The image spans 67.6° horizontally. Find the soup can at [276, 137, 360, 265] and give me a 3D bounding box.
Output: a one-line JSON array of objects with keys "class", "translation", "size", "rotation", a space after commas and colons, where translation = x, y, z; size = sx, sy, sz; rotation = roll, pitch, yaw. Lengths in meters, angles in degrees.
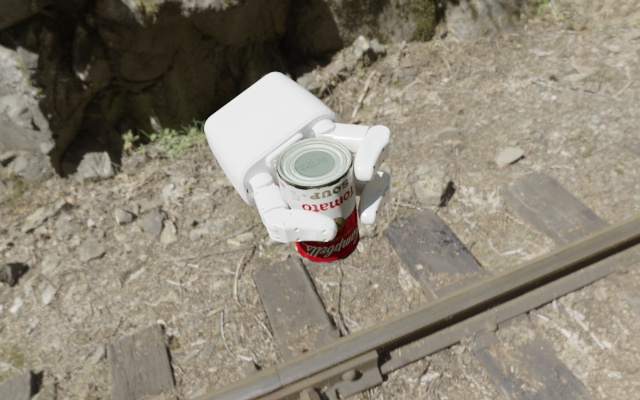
[{"class": "soup can", "translation": [0.000, 0.002, 0.441], "size": [0.068, 0.102, 0.068], "rotation": [-4, 44, 4]}]
